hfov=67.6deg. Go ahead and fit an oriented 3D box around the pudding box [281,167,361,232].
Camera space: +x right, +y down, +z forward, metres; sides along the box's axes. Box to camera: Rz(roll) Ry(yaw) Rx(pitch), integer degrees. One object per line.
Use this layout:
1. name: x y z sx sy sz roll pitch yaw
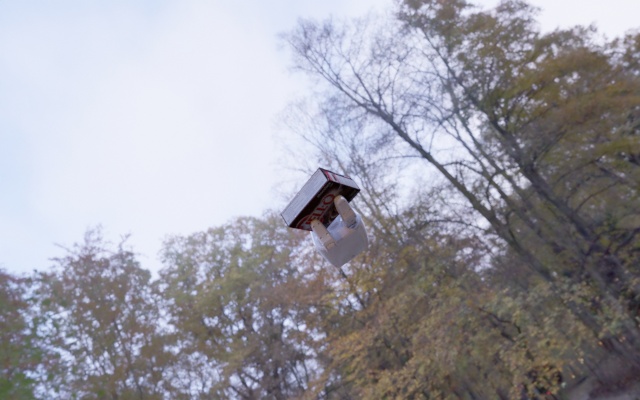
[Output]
1. pudding box: 0.000 0.003 0.809 0.090 0.113 0.039 13 32 -50
